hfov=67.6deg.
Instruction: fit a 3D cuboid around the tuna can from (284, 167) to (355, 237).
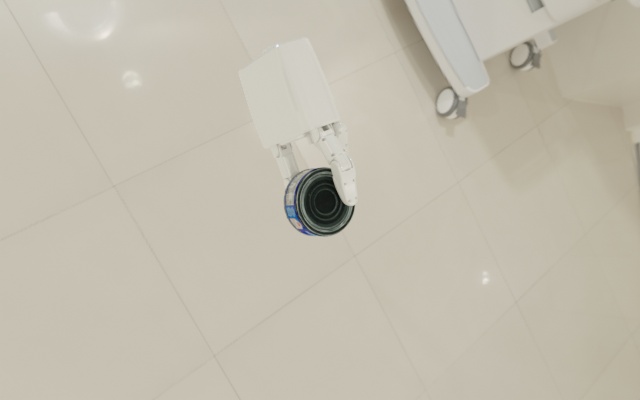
[{"bbox_3d":[0.000,0.002,0.588,0.086,0.086,0.034,0,-1,-29],"label":"tuna can"}]
